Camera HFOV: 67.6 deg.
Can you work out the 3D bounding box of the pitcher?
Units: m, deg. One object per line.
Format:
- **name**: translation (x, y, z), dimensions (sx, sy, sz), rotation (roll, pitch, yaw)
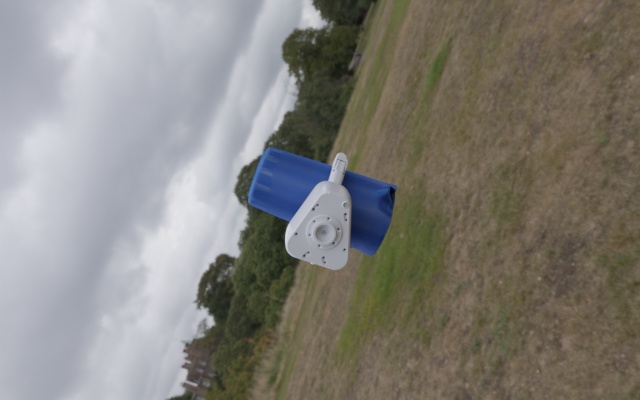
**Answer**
- **pitcher**: translation (0.000, 0.003, 0.845), dimensions (0.243, 0.149, 0.145), rotation (20, 9, -3)
